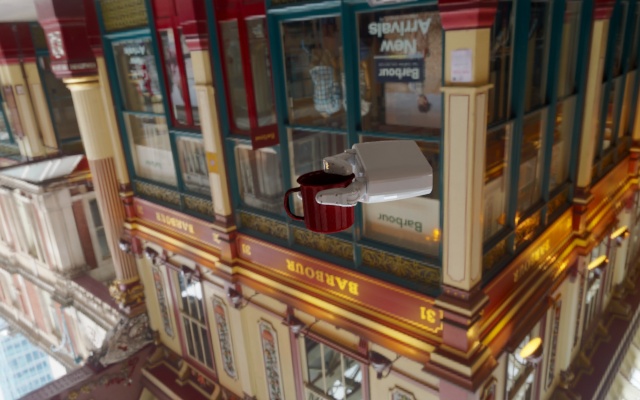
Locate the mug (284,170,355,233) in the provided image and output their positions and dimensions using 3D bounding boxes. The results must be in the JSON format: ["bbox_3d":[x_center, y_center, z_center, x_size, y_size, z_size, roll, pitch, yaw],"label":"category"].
[{"bbox_3d":[-0.001,0.003,0.762,0.117,0.081,0.093,-7,19,-5],"label":"mug"}]
